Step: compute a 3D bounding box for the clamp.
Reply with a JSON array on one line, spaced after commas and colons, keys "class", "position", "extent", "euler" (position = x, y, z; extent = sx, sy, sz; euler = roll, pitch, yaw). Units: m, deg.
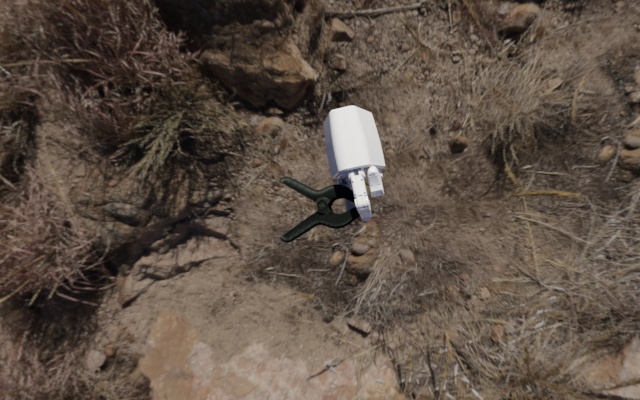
[{"class": "clamp", "position": [0.000, 0.003, 0.861], "extent": [0.171, 0.120, 0.039], "euler": [-12, -3, 9]}]
